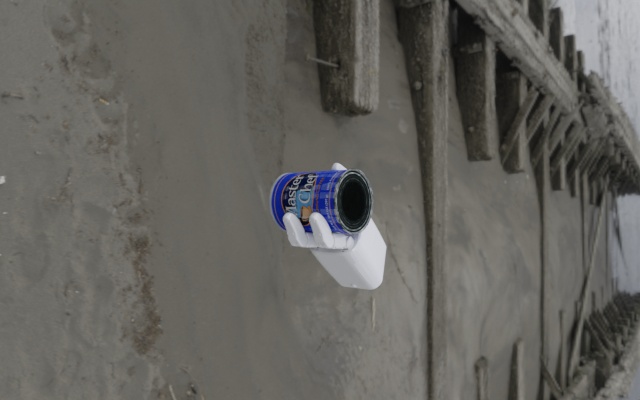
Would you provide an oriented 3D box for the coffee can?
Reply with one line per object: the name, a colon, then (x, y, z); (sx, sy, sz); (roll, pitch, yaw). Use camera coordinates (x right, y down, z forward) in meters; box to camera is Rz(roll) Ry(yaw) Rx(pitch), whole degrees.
coffee can: (0.000, 0.002, 0.782); (0.140, 0.103, 0.103); (-1, -1, 40)
